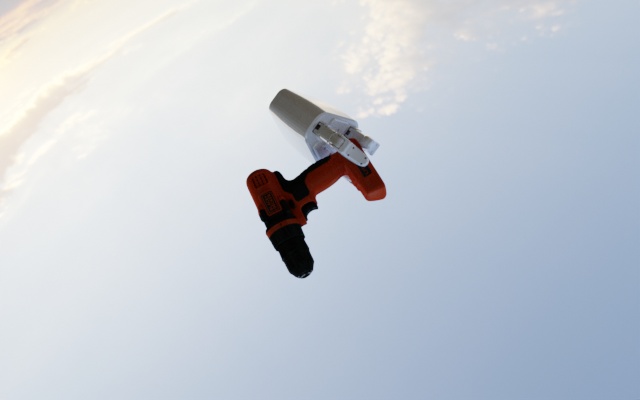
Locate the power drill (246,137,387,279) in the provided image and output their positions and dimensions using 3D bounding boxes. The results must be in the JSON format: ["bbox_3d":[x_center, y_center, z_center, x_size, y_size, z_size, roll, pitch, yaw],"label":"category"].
[{"bbox_3d":[0.000,0.002,0.713,0.187,0.184,0.057,-26,-21,-6],"label":"power drill"}]
